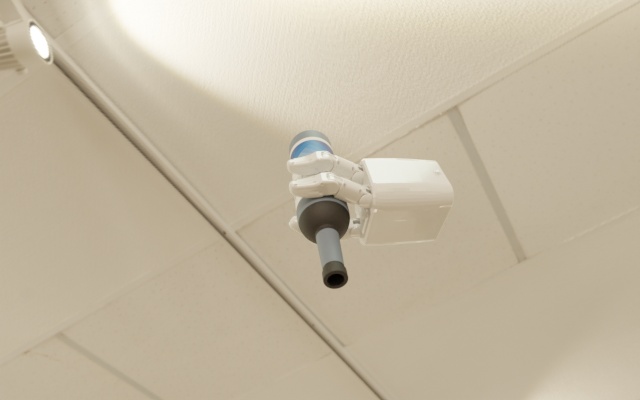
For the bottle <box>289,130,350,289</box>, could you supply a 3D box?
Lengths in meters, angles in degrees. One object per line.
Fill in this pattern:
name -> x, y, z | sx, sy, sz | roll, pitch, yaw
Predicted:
bottle -> 0.000, 0.002, 0.630 | 0.069, 0.069, 0.295 | 0, 34, -8
